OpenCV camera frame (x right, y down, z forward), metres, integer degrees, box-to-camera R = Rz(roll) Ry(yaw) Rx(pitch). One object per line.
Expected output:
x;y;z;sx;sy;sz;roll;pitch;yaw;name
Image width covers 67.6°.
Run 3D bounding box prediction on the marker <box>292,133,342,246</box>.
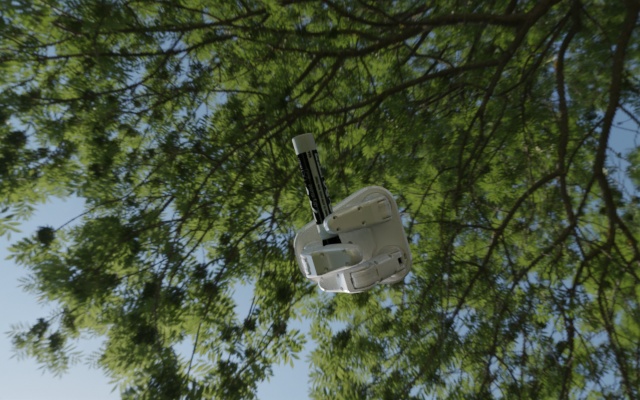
0.000;0.001;0.419;0.020;0.121;0.020;-16;0;0;marker
